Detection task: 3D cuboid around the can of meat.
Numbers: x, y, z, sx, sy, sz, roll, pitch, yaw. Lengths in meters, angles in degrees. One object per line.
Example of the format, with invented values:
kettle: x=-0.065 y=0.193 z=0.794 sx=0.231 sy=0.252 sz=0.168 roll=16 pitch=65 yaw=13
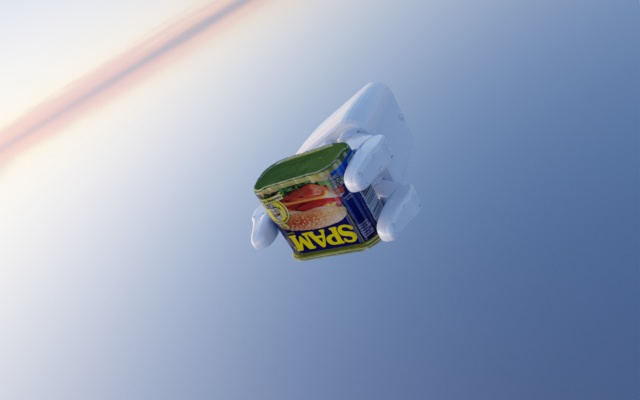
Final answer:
can of meat: x=0.000 y=0.001 z=0.432 sx=0.102 sy=0.084 sz=0.057 roll=-14 pitch=29 yaw=34
